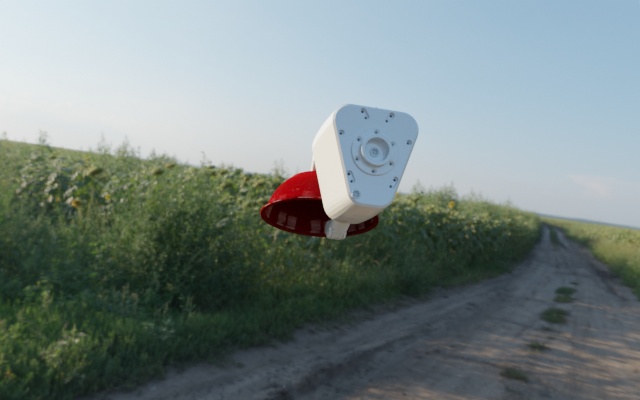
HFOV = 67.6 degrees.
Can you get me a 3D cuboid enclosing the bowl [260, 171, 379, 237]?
[{"bbox_3d":[0.000,0.002,0.660,0.162,0.055,0.162,3,-22,1],"label":"bowl"}]
